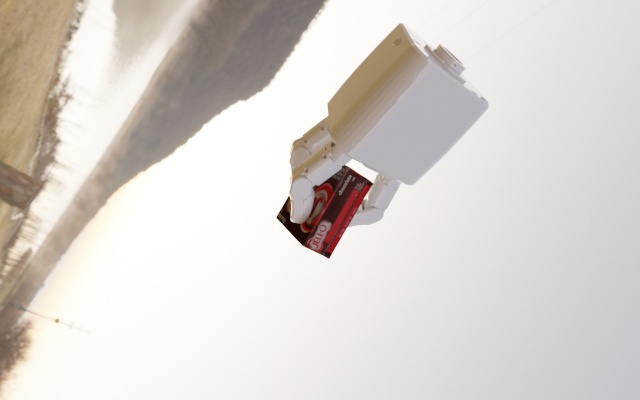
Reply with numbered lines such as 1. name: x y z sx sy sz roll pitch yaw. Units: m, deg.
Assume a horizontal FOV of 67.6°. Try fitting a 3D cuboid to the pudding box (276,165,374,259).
1. pudding box: 0.000 0.002 0.512 0.039 0.090 0.113 31 1 -21
